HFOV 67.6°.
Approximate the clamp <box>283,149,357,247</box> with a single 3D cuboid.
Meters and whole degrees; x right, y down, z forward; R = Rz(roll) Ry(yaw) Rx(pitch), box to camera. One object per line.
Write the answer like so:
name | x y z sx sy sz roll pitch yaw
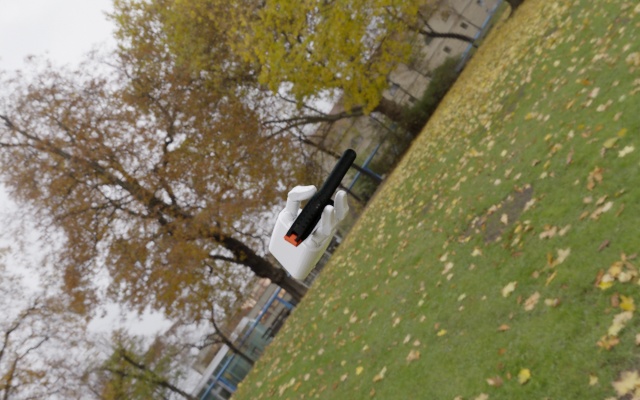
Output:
clamp | -0.001 0.003 0.887 0.036 0.165 0.210 30 42 10
